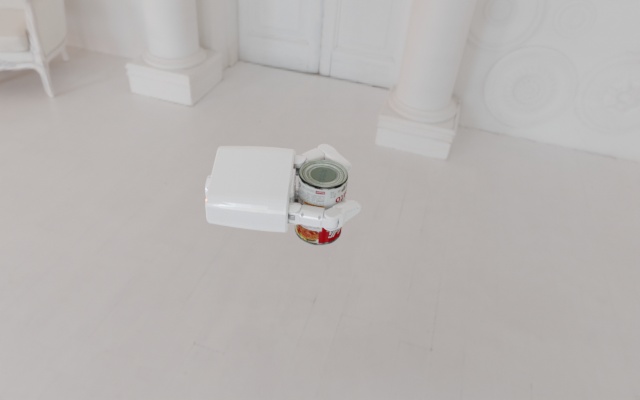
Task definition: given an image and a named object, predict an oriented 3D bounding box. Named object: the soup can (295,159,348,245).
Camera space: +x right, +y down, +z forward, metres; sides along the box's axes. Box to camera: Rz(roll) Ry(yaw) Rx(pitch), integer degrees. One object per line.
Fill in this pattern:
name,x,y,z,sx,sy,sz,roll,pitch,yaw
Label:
soup can,0.001,0.002,0.660,0.068,0.102,0.068,3,38,-3
